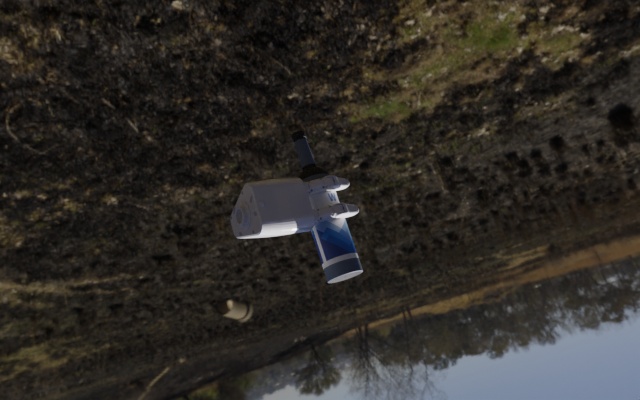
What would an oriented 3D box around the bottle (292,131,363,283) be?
[{"bbox_3d":[0.000,0.003,0.892,0.069,0.295,0.069,-17,-17,-5],"label":"bottle"}]
